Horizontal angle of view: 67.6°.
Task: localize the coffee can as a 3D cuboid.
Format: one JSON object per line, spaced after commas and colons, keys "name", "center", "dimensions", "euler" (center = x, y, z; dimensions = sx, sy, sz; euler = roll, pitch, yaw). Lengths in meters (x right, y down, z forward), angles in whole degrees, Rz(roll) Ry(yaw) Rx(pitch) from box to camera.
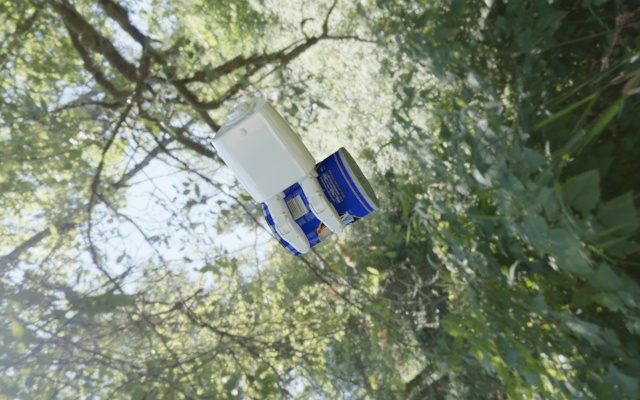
{"name": "coffee can", "center": [0.000, 0.002, 0.691], "dimensions": [0.140, 0.103, 0.103], "euler": [-32, -7, 12]}
